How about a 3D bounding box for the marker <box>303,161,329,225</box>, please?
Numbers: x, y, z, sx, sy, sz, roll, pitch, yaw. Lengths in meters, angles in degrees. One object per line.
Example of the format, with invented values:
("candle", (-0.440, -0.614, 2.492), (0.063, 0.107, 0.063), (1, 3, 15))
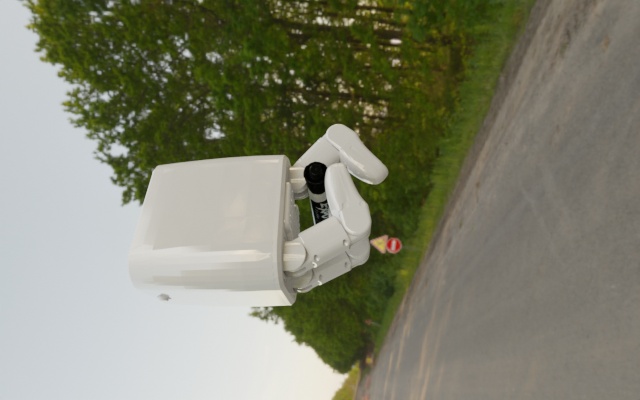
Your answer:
("marker", (0.000, 0.001, 0.400), (0.020, 0.020, 0.121), (0, -23, 4))
